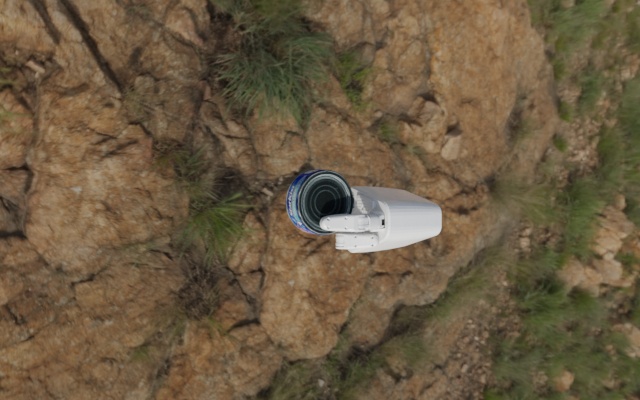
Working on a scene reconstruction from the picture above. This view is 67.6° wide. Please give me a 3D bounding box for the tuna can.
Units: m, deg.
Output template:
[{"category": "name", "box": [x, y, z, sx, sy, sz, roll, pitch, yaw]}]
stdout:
[{"category": "tuna can", "box": [0.000, 0.002, 0.622, 0.086, 0.086, 0.034, 0, 3, -29]}]
